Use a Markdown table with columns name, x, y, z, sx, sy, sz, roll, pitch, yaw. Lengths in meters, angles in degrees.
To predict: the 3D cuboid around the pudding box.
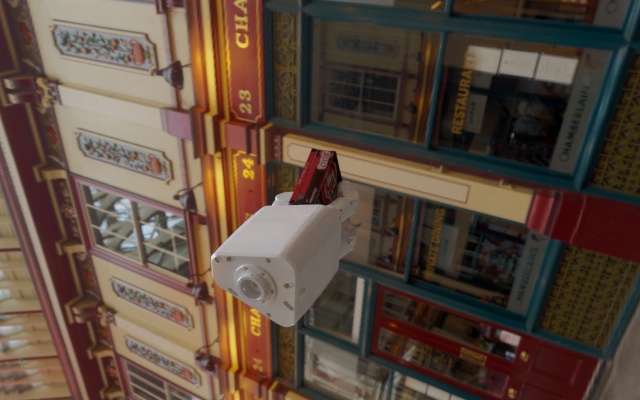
| name | x | y | z | sx | sy | sz | roll | pitch | yaw |
| --- | --- | --- | --- | --- | --- | --- | --- | --- | --- |
| pudding box | 0.000 | 0.002 | 0.619 | 0.039 | 0.090 | 0.114 | 12 | -32 | 18 |
